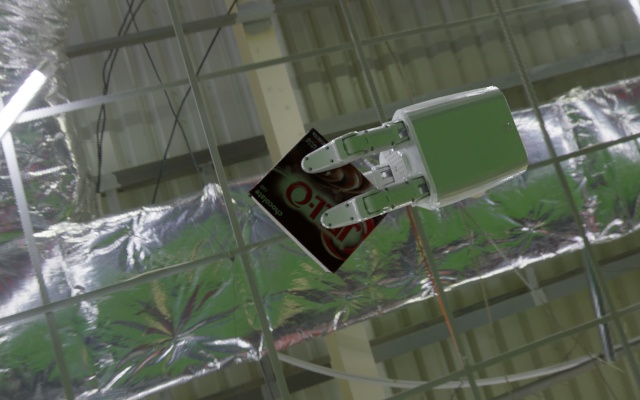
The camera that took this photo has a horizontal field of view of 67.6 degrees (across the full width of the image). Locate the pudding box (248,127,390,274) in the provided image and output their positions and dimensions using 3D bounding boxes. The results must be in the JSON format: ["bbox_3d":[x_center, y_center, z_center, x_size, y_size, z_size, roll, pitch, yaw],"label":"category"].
[{"bbox_3d":[0.000,0.002,0.464,0.113,0.090,0.039,43,-13,-1],"label":"pudding box"}]
